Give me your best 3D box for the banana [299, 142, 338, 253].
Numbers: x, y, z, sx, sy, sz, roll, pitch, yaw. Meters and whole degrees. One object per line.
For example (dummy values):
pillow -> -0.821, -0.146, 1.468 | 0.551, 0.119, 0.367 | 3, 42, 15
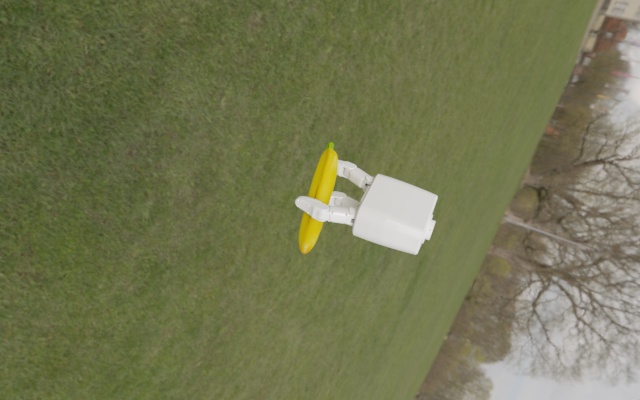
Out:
banana -> -0.002, 0.000, 0.796 | 0.037, 0.198, 0.069 | 17, 6, 8
